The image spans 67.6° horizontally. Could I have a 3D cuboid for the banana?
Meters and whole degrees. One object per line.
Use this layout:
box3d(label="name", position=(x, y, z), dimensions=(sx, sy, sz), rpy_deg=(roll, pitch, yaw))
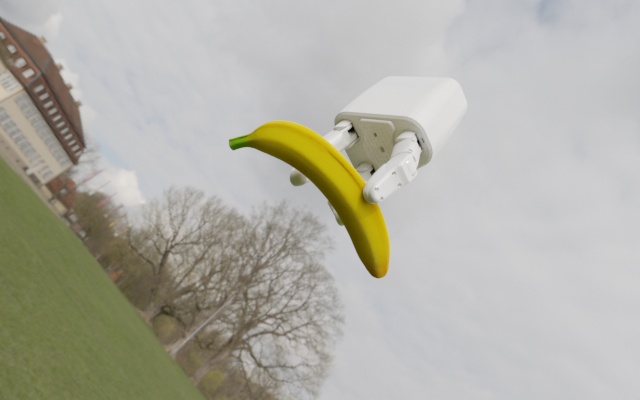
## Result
box3d(label="banana", position=(0.008, -0.010, 0.444), dimensions=(0.070, 0.198, 0.037), rpy_deg=(-43, 5, 41))
